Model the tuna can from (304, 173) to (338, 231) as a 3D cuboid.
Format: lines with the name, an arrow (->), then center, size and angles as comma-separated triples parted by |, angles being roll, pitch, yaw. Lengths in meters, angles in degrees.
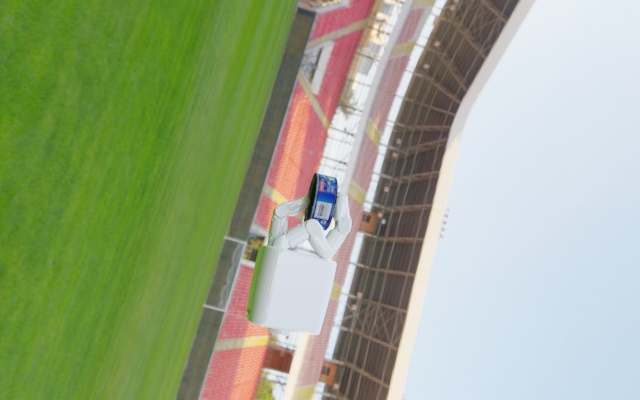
tuna can -> 0.001, 0.002, 0.729 | 0.034, 0.086, 0.086 | 11, -2, -9
